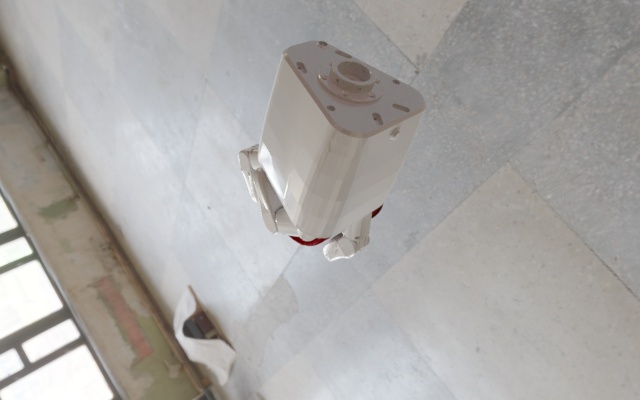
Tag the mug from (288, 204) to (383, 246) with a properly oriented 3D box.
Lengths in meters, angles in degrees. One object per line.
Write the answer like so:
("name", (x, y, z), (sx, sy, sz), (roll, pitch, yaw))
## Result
("mug", (0.000, 0.003, 0.484), (0.081, 0.117, 0.093), (-28, 61, -36))
